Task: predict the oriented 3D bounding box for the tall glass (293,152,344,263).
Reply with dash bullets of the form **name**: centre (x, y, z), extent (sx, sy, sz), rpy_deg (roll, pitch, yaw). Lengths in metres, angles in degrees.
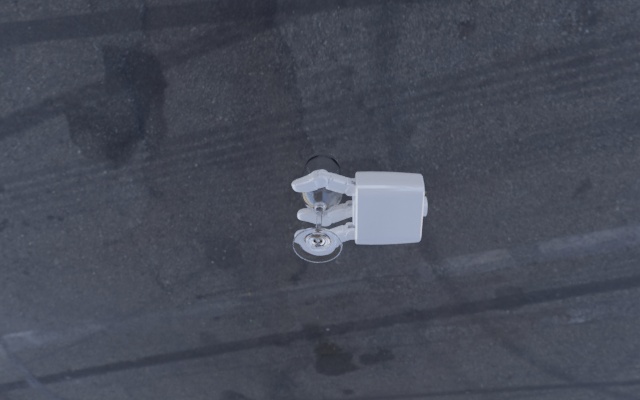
- **tall glass**: centre (0.000, 0.003, 0.784), extent (0.079, 0.079, 0.200), rpy_deg (0, 41, 3)
